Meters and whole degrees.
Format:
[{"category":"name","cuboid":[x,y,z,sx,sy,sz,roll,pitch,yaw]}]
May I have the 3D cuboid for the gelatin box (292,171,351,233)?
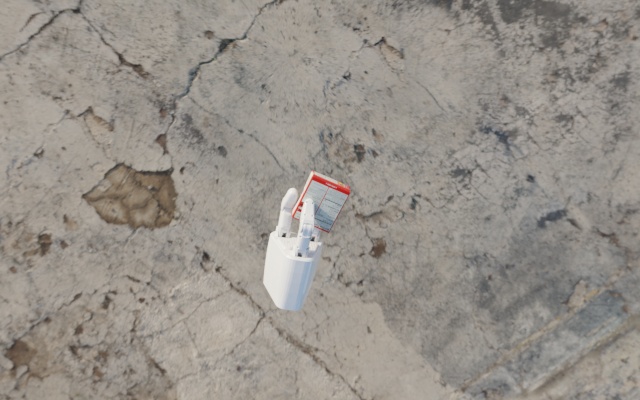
[{"category":"gelatin box","cuboid":[0.000,0.003,0.829,0.073,0.089,0.030,23,20,-12]}]
